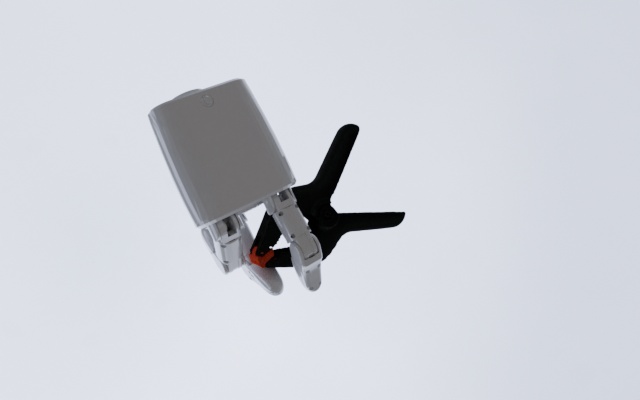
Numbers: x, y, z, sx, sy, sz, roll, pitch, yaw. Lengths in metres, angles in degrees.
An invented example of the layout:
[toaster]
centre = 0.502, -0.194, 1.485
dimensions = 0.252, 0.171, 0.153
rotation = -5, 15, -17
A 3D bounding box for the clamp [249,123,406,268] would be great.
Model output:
[clamp]
centre = 0.000, 0.002, 0.473
dimensions = 0.171, 0.120, 0.039
rotation = -27, 5, -26
